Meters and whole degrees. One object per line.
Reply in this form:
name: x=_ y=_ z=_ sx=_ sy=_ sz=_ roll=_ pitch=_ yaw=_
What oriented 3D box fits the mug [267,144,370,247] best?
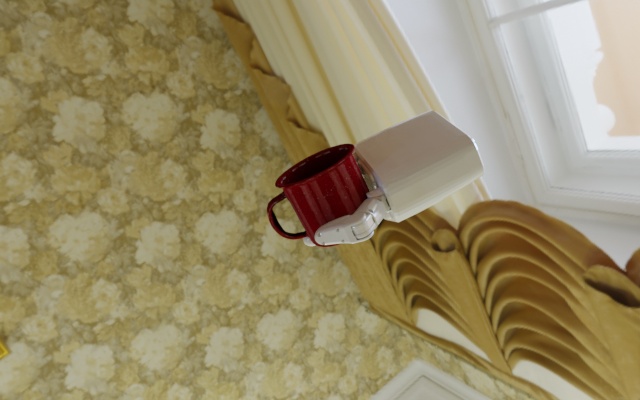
mug: x=-0.001 y=0.003 z=0.513 sx=0.117 sy=0.081 sz=0.093 roll=-28 pitch=18 yaw=-3
